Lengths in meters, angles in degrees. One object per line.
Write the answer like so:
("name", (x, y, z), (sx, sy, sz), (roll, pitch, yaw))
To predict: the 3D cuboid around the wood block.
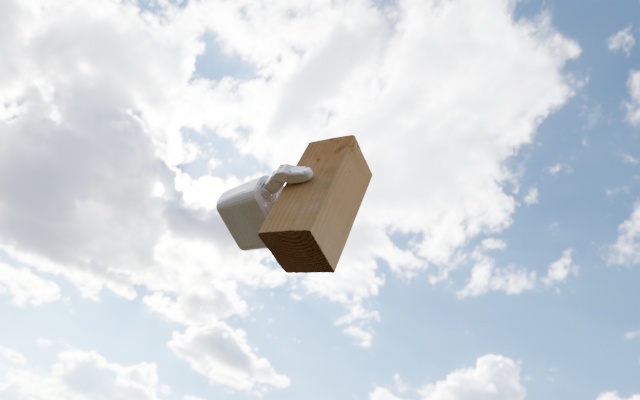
("wood block", (0.000, 0.002, 0.730), (0.090, 0.091, 0.206), (-5, 42, 31))
